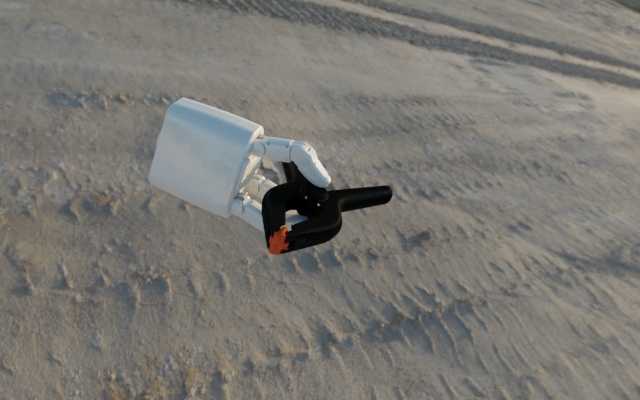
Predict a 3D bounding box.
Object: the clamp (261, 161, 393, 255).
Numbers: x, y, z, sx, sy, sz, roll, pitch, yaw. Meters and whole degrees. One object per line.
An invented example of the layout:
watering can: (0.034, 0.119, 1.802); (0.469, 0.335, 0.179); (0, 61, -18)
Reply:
clamp: (0.000, 0.001, 0.568); (0.164, 0.036, 0.210); (21, 33, 3)
